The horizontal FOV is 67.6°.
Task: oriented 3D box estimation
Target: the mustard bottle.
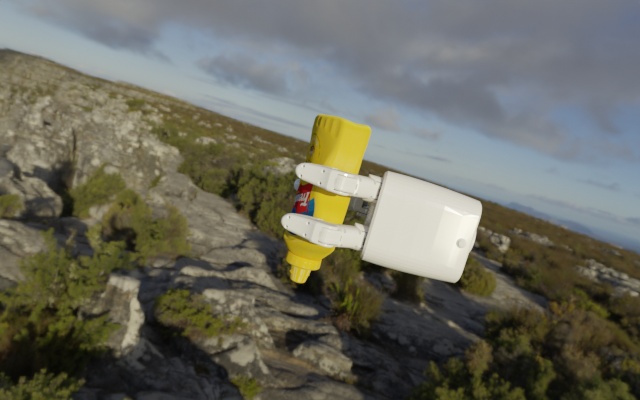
[{"bbox_3d":[0.000,0.001,0.542,0.058,0.191,0.096,13,8,-21],"label":"mustard bottle"}]
